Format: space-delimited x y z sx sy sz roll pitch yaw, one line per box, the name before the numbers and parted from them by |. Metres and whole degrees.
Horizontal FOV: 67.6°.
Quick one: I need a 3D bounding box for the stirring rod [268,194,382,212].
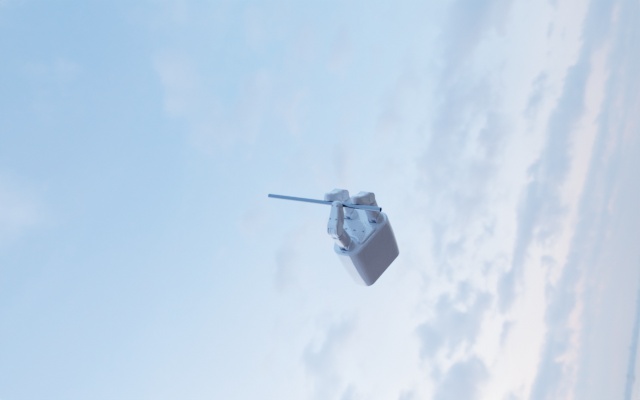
stirring rod | 0.000 0.003 0.845 0.239 0.011 0.011 7 4 35
